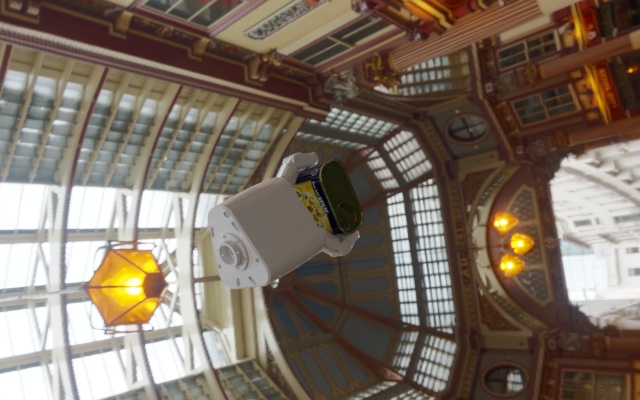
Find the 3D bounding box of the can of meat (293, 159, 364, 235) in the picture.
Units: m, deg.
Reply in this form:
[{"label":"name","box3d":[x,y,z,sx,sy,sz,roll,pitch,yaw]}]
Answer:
[{"label":"can of meat","box3d":[0.000,0.002,0.669,0.084,0.102,0.057,-14,14,40]}]
